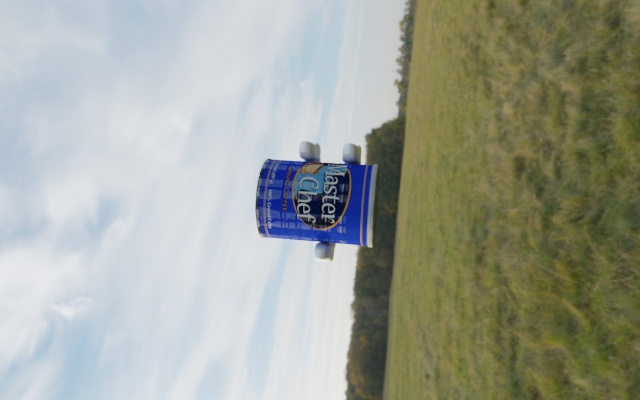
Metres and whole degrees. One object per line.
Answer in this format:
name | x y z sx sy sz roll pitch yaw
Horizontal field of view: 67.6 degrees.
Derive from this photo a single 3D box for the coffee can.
coffee can | 0.000 0.002 0.600 0.140 0.103 0.103 4 1 9
